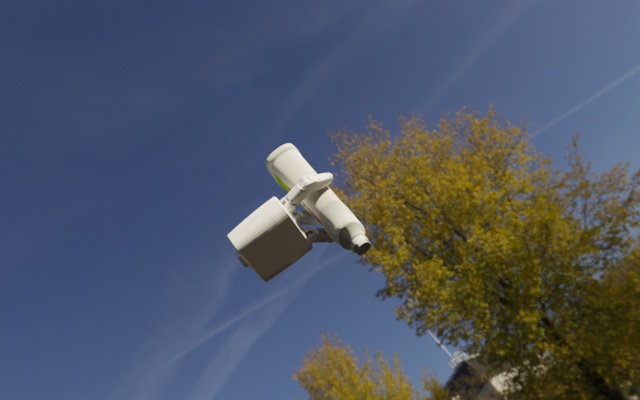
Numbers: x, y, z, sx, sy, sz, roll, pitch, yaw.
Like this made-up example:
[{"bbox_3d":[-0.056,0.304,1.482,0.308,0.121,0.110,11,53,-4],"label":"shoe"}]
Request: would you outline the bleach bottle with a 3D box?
[{"bbox_3d":[0.000,0.003,0.849,0.250,0.068,0.103,46,-8,38],"label":"bleach bottle"}]
